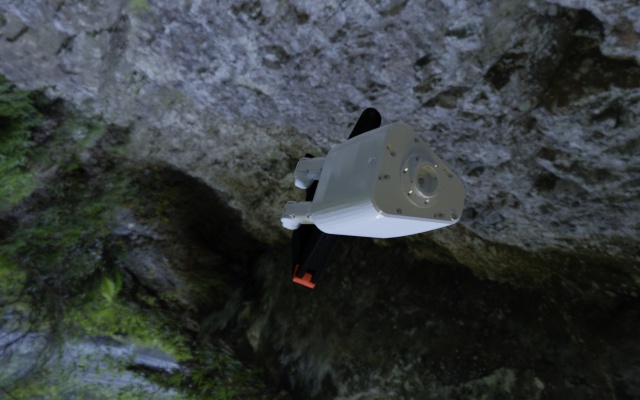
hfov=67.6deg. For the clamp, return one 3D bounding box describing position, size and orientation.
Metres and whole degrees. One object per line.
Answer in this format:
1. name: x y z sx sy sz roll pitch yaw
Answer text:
1. clamp: 0.001 0.003 0.583 0.036 0.210 0.164 24 -20 -21
